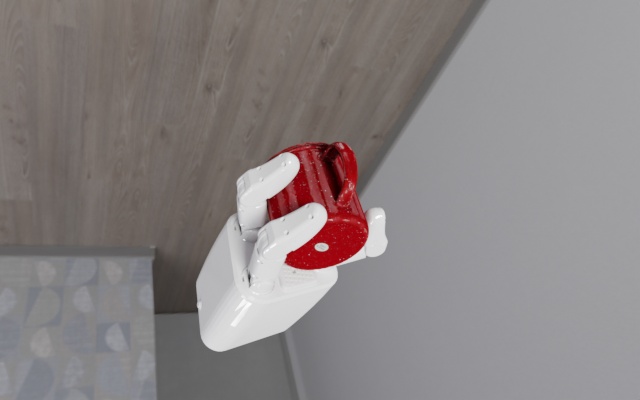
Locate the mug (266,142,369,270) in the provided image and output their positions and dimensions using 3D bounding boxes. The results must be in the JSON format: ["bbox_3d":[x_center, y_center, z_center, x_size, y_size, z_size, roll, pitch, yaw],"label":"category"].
[{"bbox_3d":[0.001,0.001,0.421,0.093,0.081,0.117,8,-43,-31],"label":"mug"}]
